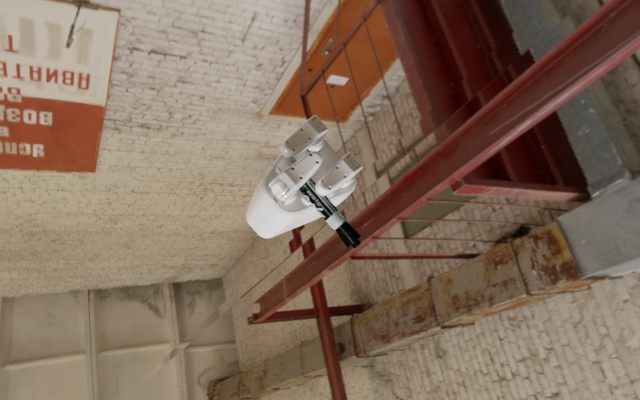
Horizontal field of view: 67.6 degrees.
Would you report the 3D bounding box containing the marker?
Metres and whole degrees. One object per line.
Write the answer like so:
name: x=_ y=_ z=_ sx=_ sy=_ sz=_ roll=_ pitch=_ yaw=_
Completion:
marker: x=0.000 y=0.002 z=0.502 sx=0.020 sy=0.121 sz=0.020 roll=-40 pitch=-3 yaw=-2
